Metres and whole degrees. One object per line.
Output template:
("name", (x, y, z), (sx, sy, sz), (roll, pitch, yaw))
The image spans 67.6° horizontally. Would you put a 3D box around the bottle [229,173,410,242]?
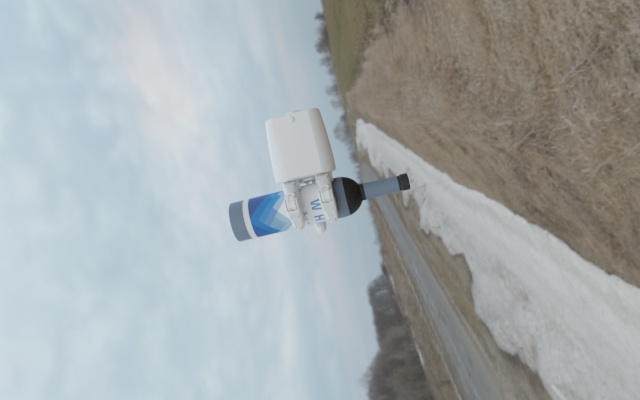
("bottle", (0.000, 0.003, 0.787), (0.296, 0.069, 0.069), (-13, -1, 5))
